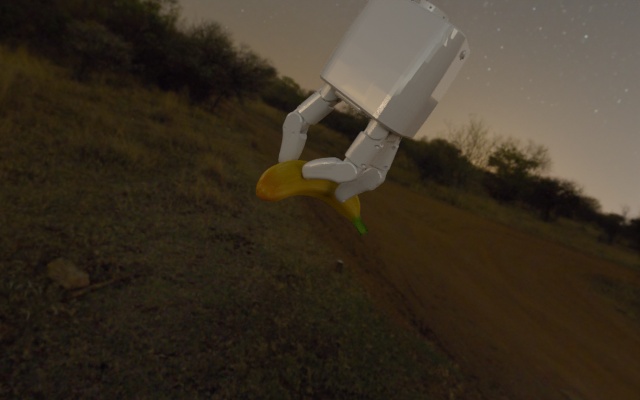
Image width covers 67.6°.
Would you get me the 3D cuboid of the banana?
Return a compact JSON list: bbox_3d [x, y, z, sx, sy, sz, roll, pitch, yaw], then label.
[{"bbox_3d":[-0.005,-0.012,0.530,0.037,0.069,0.198,-40,-34,22],"label":"banana"}]
